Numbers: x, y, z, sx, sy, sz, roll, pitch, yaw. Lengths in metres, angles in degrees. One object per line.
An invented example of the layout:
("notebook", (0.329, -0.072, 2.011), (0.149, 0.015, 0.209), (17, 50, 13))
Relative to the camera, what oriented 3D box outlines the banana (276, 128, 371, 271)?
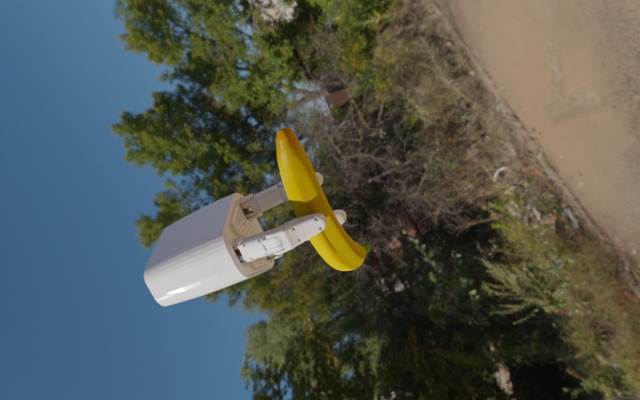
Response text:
("banana", (0.002, 0.016, 0.503), (0.037, 0.198, 0.069), (-21, 37, 17))
